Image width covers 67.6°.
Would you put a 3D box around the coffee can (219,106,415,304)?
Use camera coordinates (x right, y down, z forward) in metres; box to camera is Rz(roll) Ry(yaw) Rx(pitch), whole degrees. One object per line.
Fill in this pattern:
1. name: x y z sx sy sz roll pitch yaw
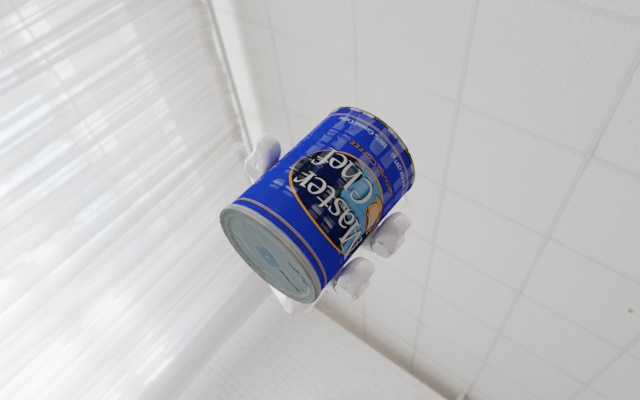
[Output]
1. coffee can: 0.000 0.001 0.409 0.140 0.103 0.103 -46 25 -27
